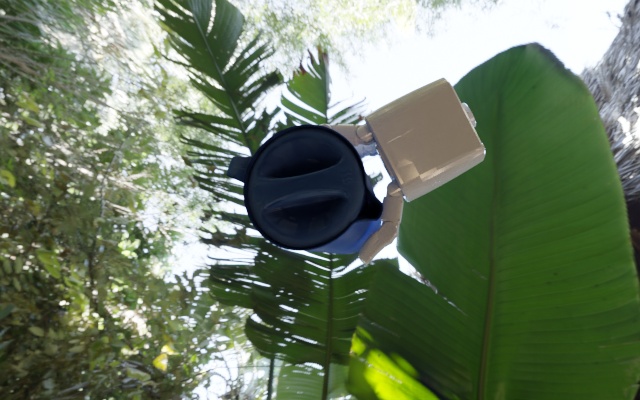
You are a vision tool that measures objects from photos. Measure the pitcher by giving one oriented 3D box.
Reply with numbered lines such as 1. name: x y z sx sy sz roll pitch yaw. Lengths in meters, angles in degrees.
1. pitcher: 0.000 0.002 0.601 0.145 0.149 0.243 -29 -16 7
